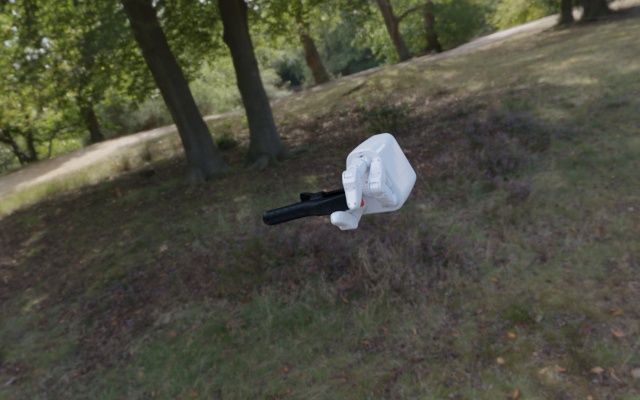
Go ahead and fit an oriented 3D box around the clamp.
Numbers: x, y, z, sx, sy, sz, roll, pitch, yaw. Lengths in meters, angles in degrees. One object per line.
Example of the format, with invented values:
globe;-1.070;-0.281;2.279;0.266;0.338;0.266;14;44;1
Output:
clamp;0.000;0.002;0.790;0.171;0.039;0.120;-8;20;29
